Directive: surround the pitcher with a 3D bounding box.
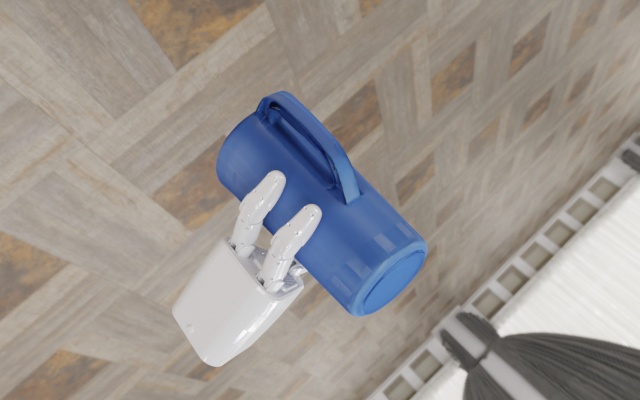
[{"bbox_3d":[0.000,0.002,0.531,0.242,0.145,0.149,45,12,27],"label":"pitcher"}]
